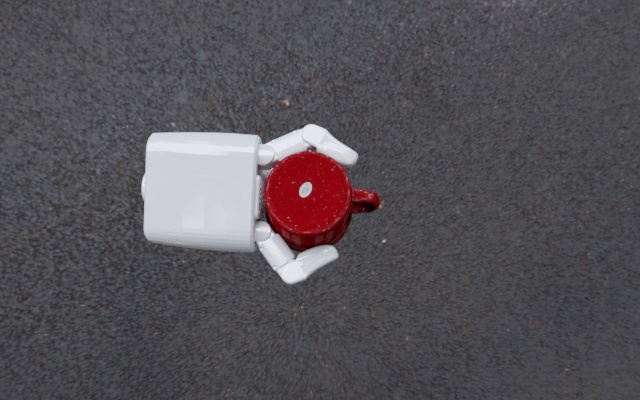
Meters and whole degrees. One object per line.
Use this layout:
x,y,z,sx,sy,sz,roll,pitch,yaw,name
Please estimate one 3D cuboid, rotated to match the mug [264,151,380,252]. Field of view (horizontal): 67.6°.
0.002,0.002,0.471,0.117,0.093,0.081,3,-13,0,mug
